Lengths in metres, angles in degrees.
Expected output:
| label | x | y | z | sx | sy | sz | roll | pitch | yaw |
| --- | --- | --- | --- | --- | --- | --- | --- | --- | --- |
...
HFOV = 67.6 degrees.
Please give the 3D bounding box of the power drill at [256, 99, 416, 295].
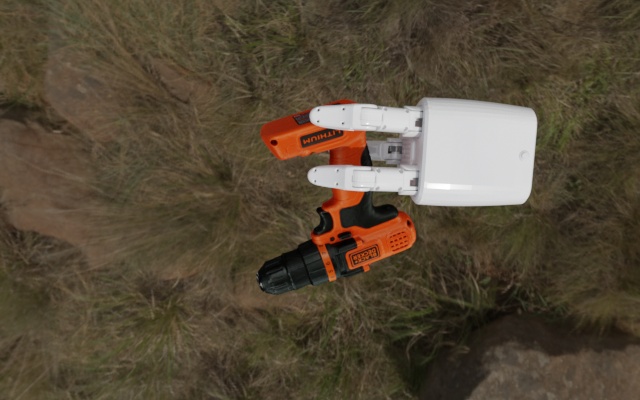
| label | x | y | z | sx | sy | sz | roll | pitch | yaw |
| --- | --- | --- | --- | --- | --- | --- | --- | --- | --- |
| power drill | 0.000 | 0.001 | 0.503 | 0.184 | 0.188 | 0.057 | -20 | 28 | -8 |
